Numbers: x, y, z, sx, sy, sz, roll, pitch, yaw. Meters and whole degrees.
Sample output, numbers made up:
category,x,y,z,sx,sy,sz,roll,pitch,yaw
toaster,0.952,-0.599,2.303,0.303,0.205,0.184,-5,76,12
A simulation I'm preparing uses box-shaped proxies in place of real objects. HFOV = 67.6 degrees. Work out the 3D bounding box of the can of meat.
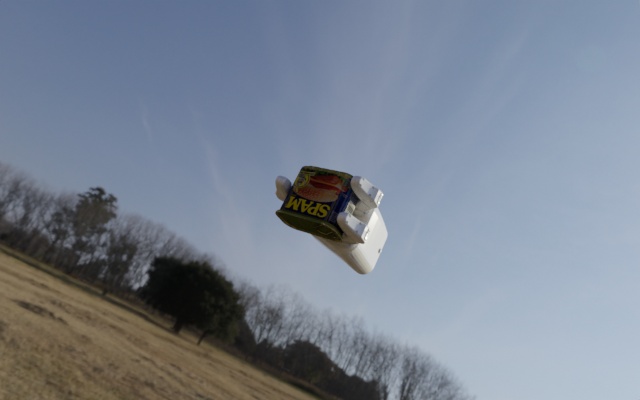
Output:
category,x,y,z,sx,sy,sz,roll,pitch,yaw
can of meat,0.000,0.002,0.680,0.102,0.084,0.057,14,-22,32
